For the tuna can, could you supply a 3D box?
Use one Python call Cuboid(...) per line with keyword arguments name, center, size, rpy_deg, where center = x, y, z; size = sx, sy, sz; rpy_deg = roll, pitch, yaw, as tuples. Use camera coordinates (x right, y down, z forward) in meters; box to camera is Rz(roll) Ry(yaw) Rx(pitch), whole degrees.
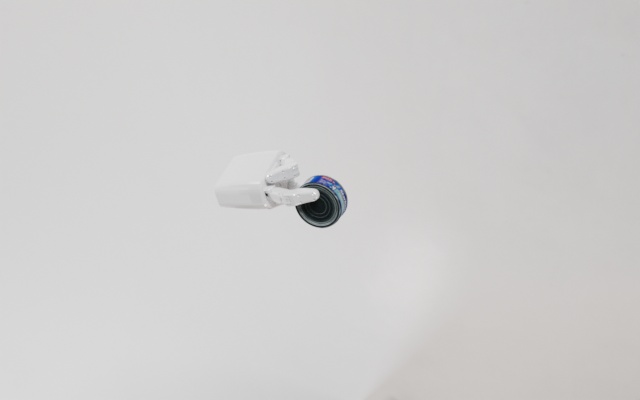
Cuboid(name="tuna can", center=(0.000, 0.003, 0.799), size=(0.086, 0.086, 0.033), rpy_deg=(0, 25, 24))
